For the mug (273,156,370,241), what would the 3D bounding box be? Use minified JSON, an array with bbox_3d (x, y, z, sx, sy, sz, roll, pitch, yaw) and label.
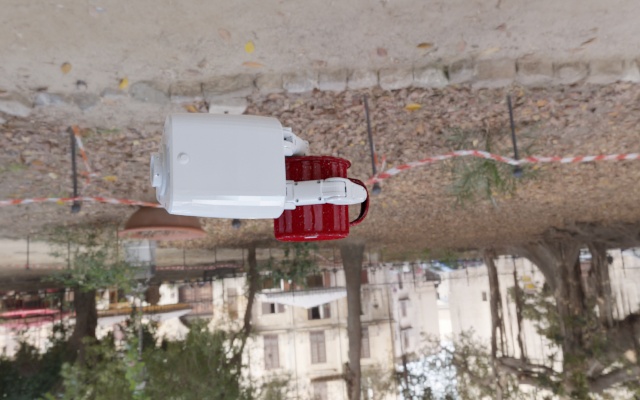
[{"bbox_3d":[0.001,0.002,0.524,0.117,0.081,0.093,1,-9,-25],"label":"mug"}]
